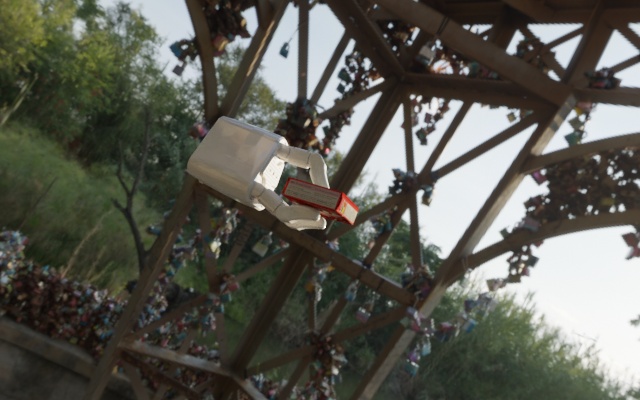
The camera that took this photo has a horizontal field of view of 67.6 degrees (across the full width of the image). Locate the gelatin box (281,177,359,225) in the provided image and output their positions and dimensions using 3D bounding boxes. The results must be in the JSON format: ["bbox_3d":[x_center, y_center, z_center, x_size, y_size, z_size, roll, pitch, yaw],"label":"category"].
[{"bbox_3d":[0.001,0.002,0.669,0.089,0.030,0.073,16,-12,26],"label":"gelatin box"}]
